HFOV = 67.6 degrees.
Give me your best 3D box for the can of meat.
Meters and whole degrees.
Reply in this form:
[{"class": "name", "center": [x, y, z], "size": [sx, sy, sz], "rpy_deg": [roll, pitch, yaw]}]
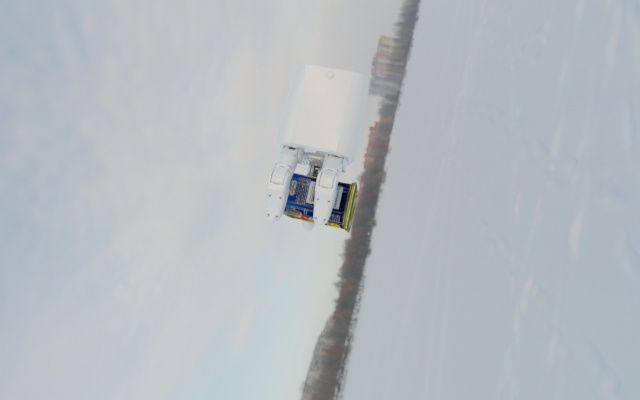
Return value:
[{"class": "can of meat", "center": [0.000, 0.002, 0.600], "size": [0.084, 0.057, 0.102], "rpy_deg": [12, -6, 7]}]
